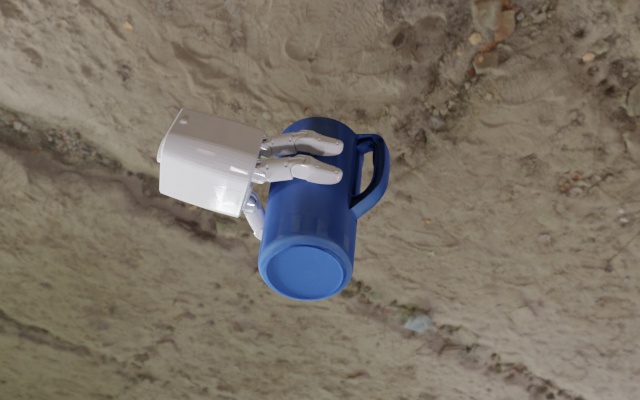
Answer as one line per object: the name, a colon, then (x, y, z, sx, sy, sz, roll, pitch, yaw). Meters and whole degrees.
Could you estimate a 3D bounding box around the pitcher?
pitcher: (0.000, 0.002, 0.618, 0.145, 0.149, 0.242, 18, 38, -10)
